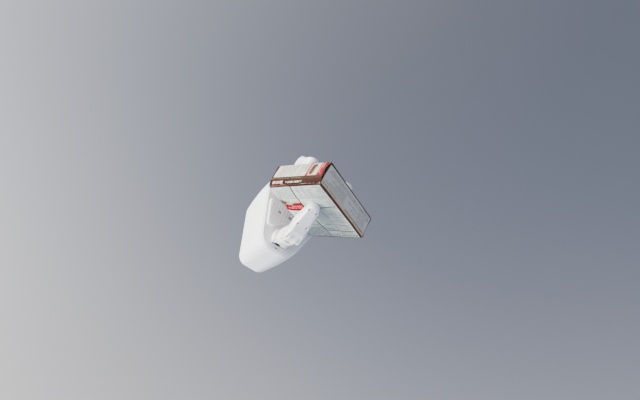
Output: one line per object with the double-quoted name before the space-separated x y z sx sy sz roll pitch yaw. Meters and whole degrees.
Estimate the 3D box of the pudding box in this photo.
"pudding box" 0.000 0.002 0.616 0.090 0.039 0.113 -2 -39 39
